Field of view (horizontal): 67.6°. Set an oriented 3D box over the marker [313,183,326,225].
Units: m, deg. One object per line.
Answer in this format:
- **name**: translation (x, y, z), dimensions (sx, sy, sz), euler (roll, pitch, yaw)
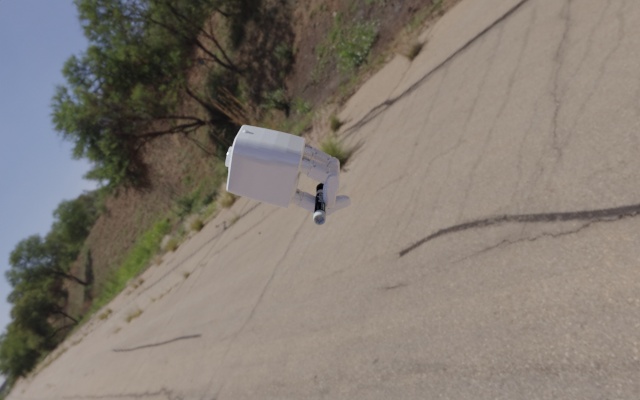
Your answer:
- **marker**: translation (0.000, 0.003, 0.770), dimensions (0.020, 0.020, 0.121), euler (0, 26, 2)
